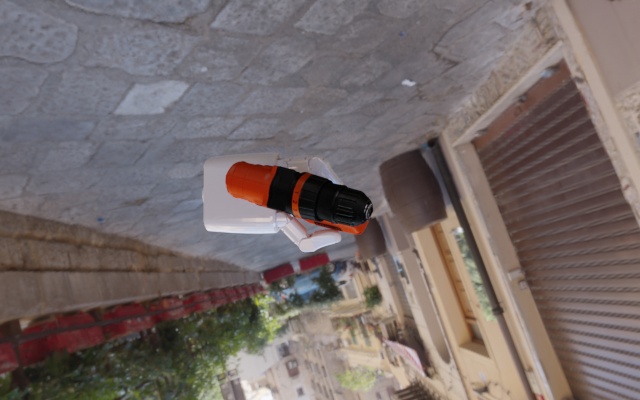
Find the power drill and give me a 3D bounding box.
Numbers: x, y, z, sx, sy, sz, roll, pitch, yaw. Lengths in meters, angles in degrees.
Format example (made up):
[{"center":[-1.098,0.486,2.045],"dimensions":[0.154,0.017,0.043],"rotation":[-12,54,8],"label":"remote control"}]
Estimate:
[{"center":[0.000,0.002,0.602],"dimensions":[0.184,0.057,0.188],"rotation":[16,-4,25],"label":"power drill"}]
